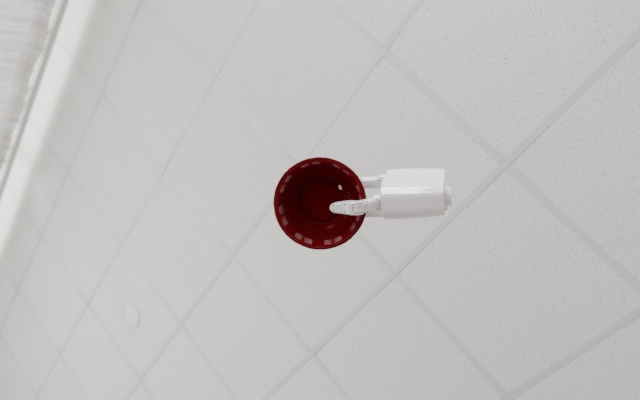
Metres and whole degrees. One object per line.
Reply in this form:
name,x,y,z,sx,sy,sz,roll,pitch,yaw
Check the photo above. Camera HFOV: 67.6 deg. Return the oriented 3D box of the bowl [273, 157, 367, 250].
bowl,-0.001,0.002,0.847,0.162,0.162,0.055,0,8,2
